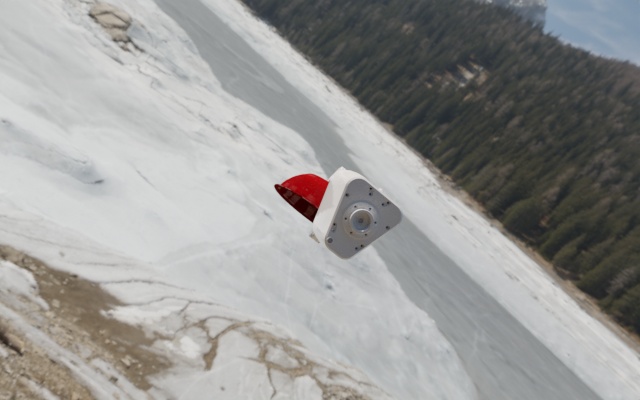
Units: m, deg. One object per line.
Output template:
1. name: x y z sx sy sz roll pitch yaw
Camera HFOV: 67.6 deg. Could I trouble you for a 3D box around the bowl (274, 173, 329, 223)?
1. bowl: 0.000 0.002 0.821 0.162 0.055 0.162 35 -11 8
